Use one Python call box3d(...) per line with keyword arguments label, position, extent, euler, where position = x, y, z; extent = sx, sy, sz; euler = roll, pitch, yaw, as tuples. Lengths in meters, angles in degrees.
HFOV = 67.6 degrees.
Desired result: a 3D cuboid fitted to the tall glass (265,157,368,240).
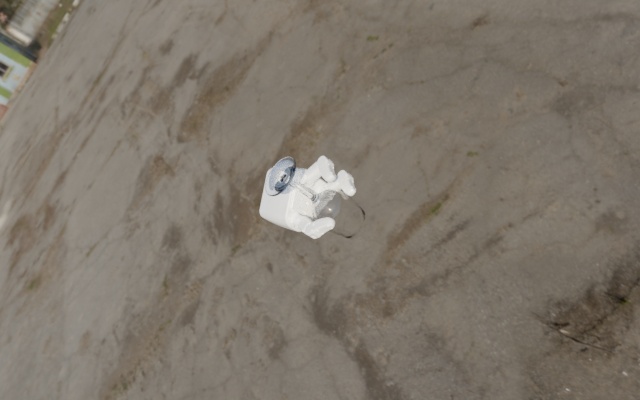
box3d(label="tall glass", position=(0.000, 0.003, 0.853), extent=(0.201, 0.079, 0.079), euler=(33, -21, -36))
